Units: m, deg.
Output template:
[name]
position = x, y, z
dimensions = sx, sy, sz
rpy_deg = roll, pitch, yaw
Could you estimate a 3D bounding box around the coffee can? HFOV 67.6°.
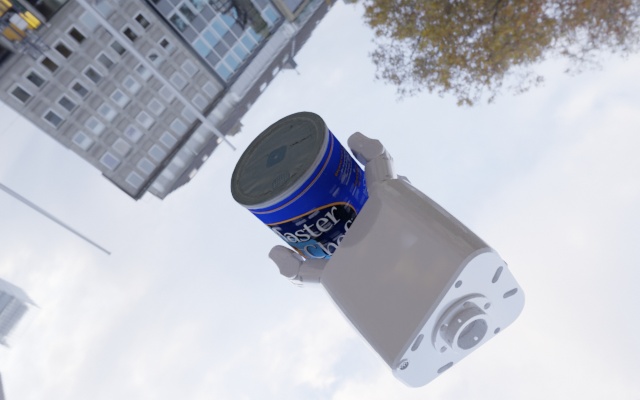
[coffee can]
position = 0.000, 0.001, 0.449
dimensions = 0.103, 0.102, 0.140
rpy_deg = 0, -35, 43
